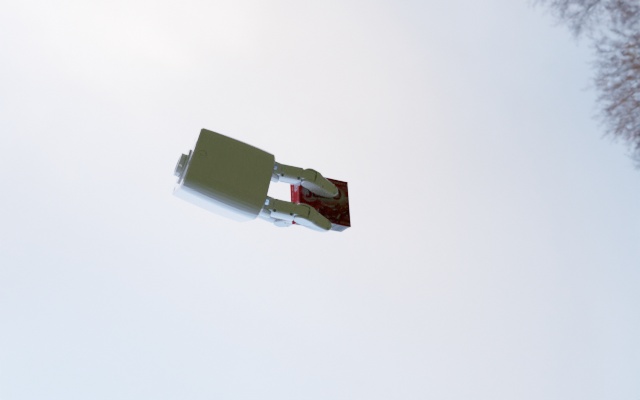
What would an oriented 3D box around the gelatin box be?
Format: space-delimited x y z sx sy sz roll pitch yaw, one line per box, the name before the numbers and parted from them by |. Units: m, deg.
gelatin box | 0.000 0.002 0.691 0.089 0.073 0.030 11 -27 -31
